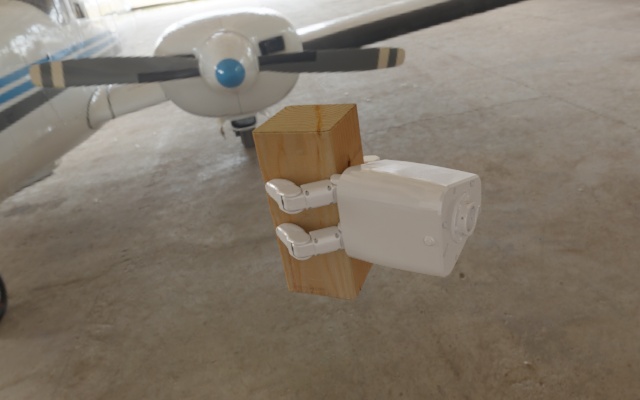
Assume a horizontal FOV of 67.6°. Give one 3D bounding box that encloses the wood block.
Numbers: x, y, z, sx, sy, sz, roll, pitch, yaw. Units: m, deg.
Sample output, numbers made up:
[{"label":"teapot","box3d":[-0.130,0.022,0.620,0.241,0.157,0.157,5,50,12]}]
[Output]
[{"label":"wood block","box3d":[0.001,0.002,0.553,0.090,0.206,0.090,3,29,23]}]
